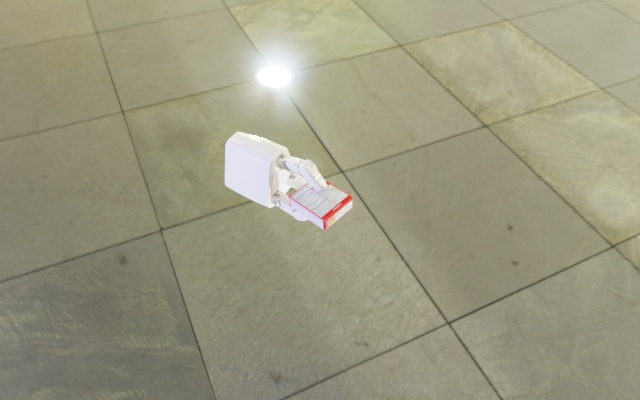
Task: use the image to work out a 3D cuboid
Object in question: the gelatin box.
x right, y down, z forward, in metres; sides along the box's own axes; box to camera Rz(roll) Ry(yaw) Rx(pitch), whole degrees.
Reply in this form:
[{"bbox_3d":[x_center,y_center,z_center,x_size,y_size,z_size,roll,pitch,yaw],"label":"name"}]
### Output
[{"bbox_3d":[0.000,0.003,0.831,0.089,0.030,0.073,32,56,32],"label":"gelatin box"}]
